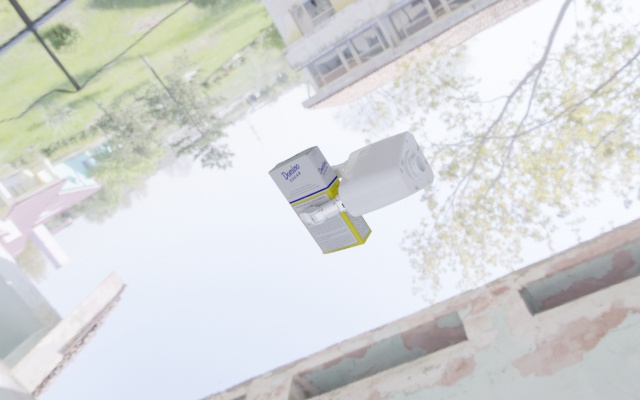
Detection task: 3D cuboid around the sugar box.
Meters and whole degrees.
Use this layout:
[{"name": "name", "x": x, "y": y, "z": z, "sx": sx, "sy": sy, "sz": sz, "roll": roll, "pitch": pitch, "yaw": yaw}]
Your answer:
[{"name": "sugar box", "x": 0.001, "y": 0.002, "z": 0.789, "sx": 0.093, "sy": 0.176, "sz": 0.048, "roll": -20, "pitch": 17, "yaw": 38}]
